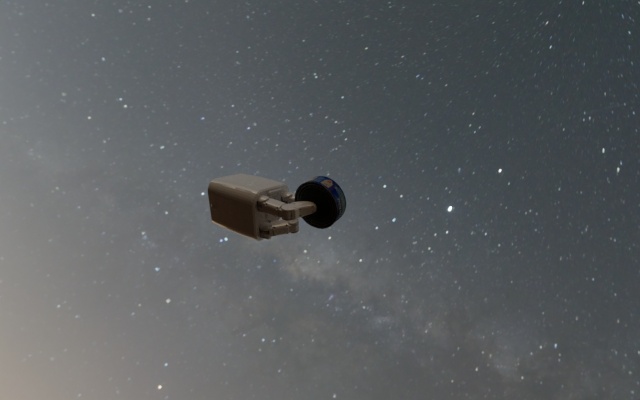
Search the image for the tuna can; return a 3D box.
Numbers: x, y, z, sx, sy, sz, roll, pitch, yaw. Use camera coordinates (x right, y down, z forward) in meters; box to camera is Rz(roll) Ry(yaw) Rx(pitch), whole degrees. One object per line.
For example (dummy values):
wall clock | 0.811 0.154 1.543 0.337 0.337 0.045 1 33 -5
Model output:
tuna can | 0.000 0.002 0.811 0.086 0.086 0.033 0 23 36
